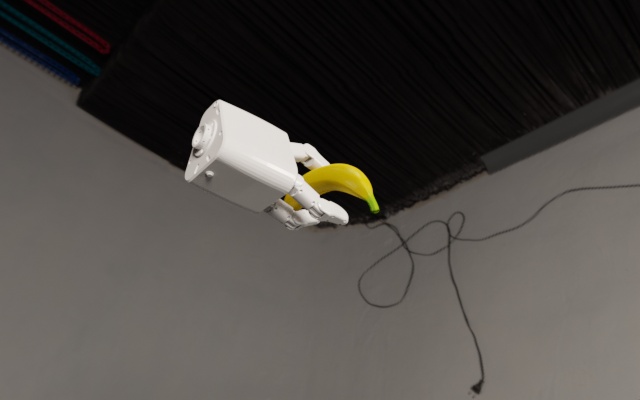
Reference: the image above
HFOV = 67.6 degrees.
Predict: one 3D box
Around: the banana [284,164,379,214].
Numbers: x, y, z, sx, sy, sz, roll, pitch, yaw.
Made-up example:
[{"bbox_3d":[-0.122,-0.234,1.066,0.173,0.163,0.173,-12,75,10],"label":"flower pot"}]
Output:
[{"bbox_3d":[0.005,-0.016,0.679,0.037,0.069,0.198,16,-12,-38],"label":"banana"}]
